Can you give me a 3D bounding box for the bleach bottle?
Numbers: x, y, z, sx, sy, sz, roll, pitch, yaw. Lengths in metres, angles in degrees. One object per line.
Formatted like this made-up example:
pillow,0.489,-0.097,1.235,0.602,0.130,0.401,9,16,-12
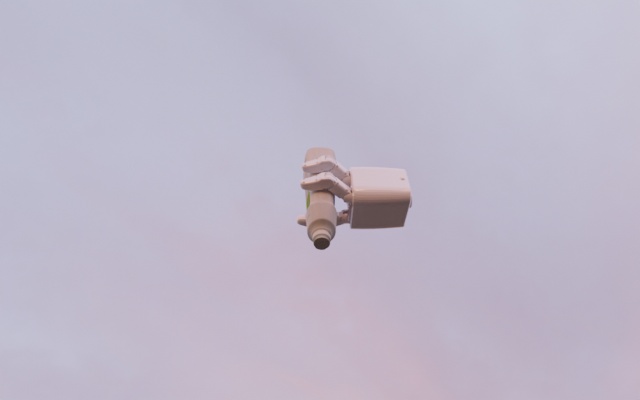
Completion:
bleach bottle,0.000,0.003,0.895,0.068,0.103,0.250,1,37,-2
